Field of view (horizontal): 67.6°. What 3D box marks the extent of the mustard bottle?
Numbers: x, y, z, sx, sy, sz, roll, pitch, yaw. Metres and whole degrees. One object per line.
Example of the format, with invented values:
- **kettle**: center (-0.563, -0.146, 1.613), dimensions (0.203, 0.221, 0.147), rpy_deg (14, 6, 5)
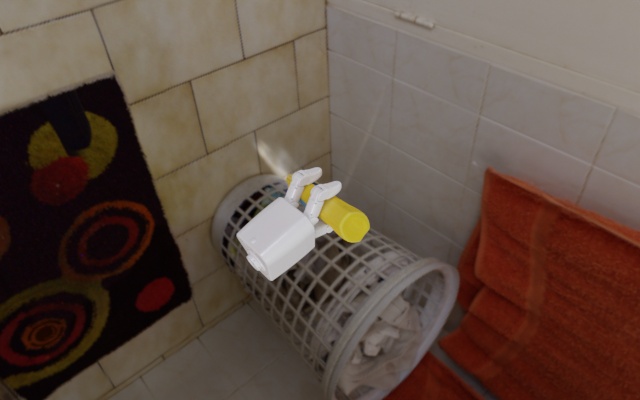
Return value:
- **mustard bottle**: center (0.001, 0.003, 0.890), dimensions (0.191, 0.058, 0.096), rpy_deg (36, 1, 35)
